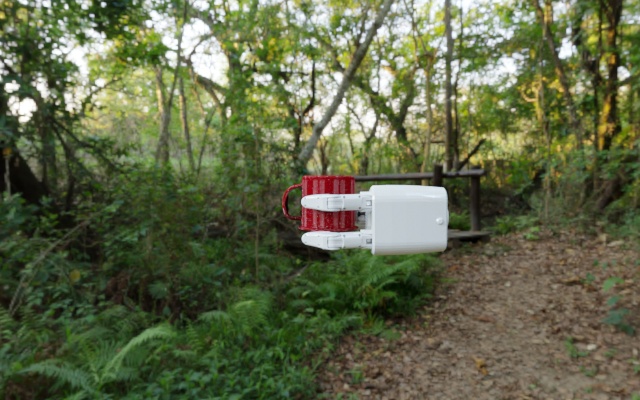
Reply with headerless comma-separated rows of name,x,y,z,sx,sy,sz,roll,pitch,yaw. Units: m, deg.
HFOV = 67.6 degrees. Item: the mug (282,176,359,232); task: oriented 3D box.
mug,-0.001,0.002,0.732,0.117,0.081,0.093,0,3,-2
